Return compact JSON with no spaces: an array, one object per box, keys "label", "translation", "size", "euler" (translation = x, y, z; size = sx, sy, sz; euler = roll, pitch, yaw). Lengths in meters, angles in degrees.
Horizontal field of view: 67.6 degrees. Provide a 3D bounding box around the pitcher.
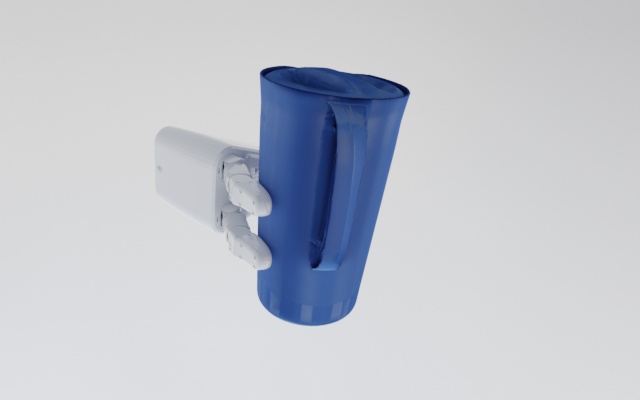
[{"label":"pitcher","translation":[0.000,0.001,0.458],"size":[0.145,0.243,0.149],"euler":[22,28,30]}]
